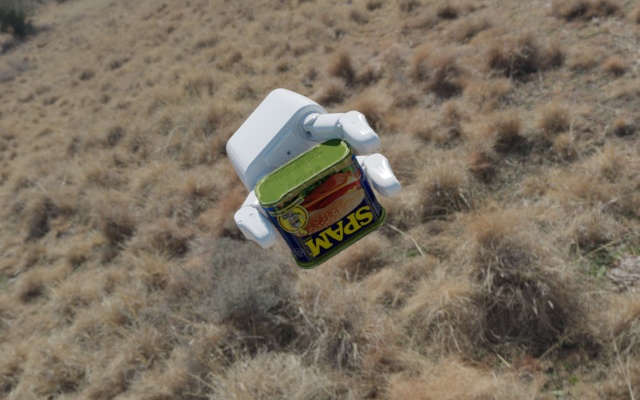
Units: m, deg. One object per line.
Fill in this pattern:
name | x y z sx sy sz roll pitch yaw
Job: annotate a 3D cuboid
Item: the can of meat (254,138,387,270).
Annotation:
can of meat | 0.000 0.001 0.450 0.102 0.084 0.057 -32 32 -3
